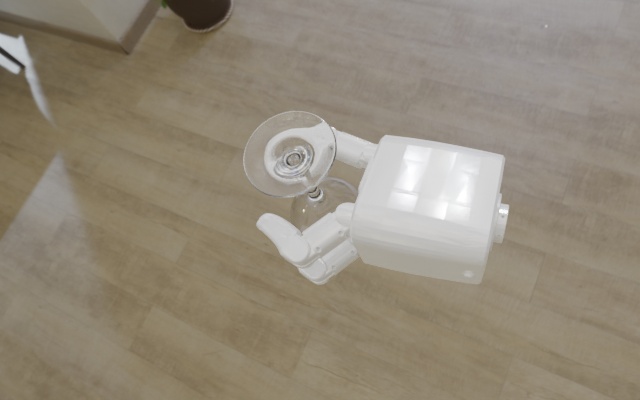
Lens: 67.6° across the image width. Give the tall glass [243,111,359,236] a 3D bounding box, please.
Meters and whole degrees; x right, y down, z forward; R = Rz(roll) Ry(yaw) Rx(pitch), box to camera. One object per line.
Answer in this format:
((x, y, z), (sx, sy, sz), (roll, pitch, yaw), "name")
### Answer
((0.000, 0.001, 0.450), (0.079, 0.079, 0.201), (0, -22, 15), "tall glass")
